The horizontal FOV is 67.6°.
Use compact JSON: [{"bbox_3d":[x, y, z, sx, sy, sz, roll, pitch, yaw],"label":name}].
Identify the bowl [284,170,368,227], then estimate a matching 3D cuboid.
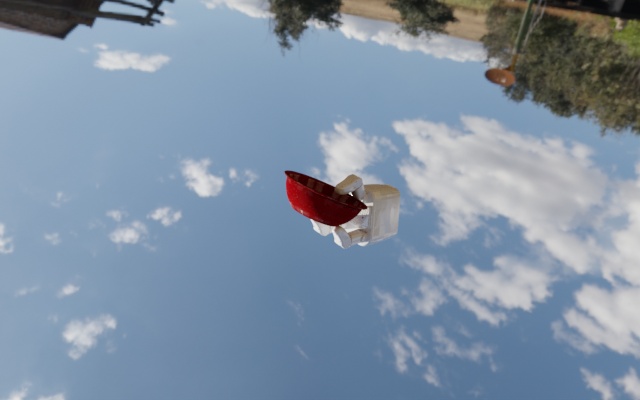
[{"bbox_3d":[-0.001,0.003,0.852,0.162,0.055,0.162,24,9,-4],"label":"bowl"}]
